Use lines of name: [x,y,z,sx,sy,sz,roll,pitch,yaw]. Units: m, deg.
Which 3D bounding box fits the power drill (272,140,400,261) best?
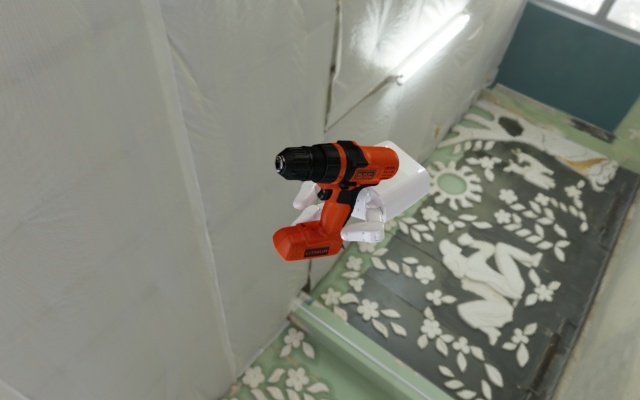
power drill: [0.000,0.002,0.645,0.184,0.057,0.188,-2,-43,-34]
